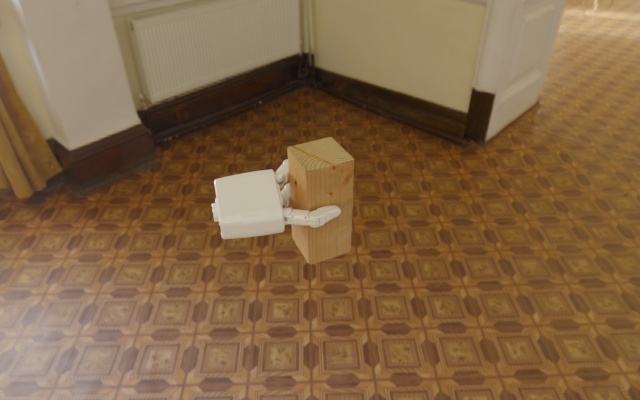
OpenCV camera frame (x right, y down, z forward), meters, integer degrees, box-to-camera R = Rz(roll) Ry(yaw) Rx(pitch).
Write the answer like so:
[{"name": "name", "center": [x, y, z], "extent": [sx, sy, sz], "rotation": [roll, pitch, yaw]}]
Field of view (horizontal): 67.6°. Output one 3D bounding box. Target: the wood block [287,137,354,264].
[{"name": "wood block", "center": [0.000, 0.003, 0.873], "extent": [0.090, 0.206, 0.090], "rotation": [-16, 39, -19]}]
